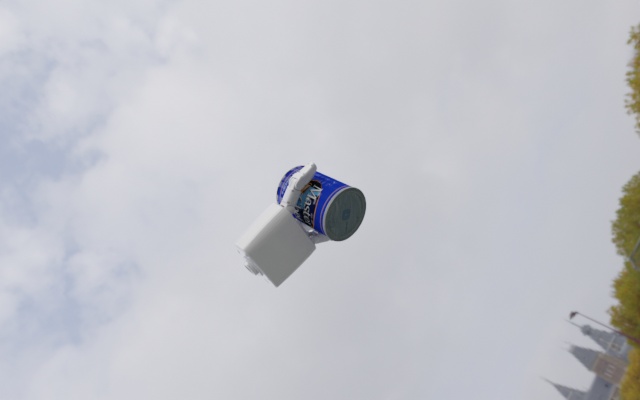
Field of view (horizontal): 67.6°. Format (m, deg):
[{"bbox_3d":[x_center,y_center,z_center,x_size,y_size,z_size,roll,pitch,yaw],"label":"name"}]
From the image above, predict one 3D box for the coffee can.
[{"bbox_3d":[0.000,0.003,0.890,0.103,0.103,0.140,0,19,-45],"label":"coffee can"}]
